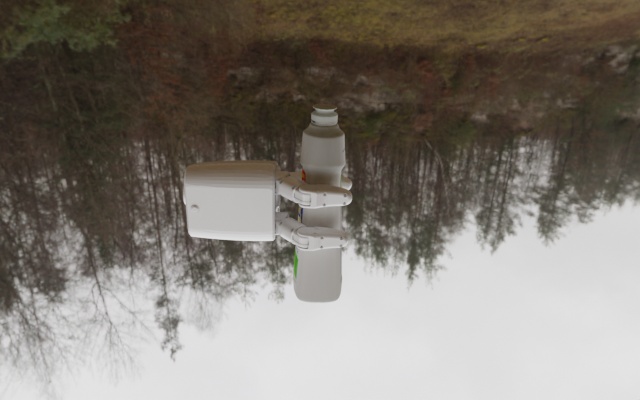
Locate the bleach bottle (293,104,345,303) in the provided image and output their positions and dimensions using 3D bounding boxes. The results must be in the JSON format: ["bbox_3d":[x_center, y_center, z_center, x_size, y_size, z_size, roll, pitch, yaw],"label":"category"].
[{"bbox_3d":[0.000,0.002,0.612,0.068,0.251,0.102,1,24,-3],"label":"bleach bottle"}]
